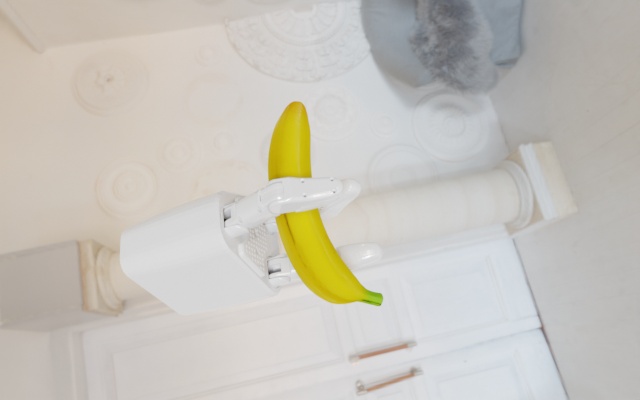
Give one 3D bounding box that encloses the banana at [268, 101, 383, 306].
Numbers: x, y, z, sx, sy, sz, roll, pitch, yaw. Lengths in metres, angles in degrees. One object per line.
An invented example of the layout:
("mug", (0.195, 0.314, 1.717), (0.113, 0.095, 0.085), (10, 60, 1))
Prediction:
("banana", (-0.010, 0.007, 0.409), (0.037, 0.198, 0.069), (-25, -8, 40))
